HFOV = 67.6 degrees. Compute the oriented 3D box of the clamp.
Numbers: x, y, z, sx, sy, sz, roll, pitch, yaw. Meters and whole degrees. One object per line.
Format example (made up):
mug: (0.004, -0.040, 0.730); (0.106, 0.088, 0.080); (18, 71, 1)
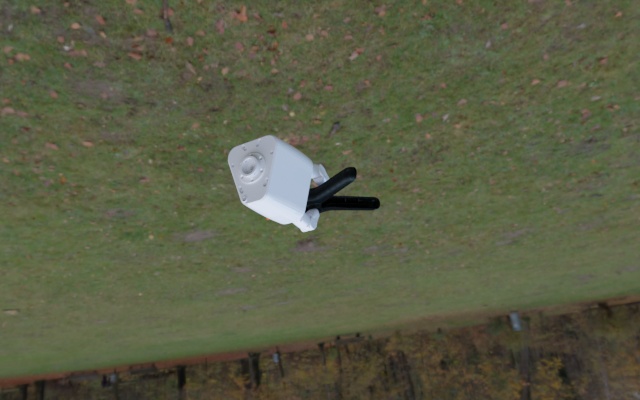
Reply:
clamp: (0.000, 0.004, 0.872); (0.210, 0.036, 0.165); (-16, -26, 24)
